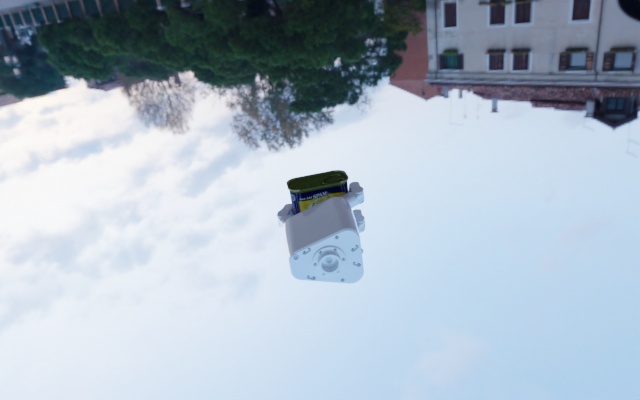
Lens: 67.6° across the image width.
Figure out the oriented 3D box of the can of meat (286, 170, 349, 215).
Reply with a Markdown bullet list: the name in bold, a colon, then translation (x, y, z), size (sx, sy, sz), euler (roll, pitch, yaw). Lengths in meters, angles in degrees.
- **can of meat**: translation (0.000, 0.003, 0.806), size (0.102, 0.084, 0.057), euler (-11, 24, -6)
